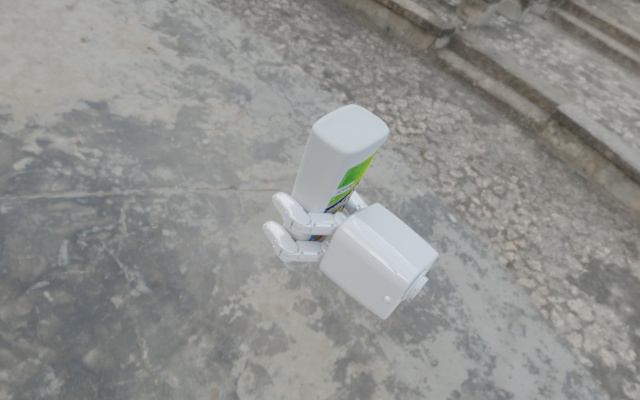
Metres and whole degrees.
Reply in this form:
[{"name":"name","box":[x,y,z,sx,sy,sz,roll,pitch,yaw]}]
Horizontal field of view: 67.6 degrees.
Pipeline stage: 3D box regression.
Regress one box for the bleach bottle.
[{"name":"bleach bottle","box":[0.000,0.002,0.625,0.068,0.251,0.102,39,45,17]}]
